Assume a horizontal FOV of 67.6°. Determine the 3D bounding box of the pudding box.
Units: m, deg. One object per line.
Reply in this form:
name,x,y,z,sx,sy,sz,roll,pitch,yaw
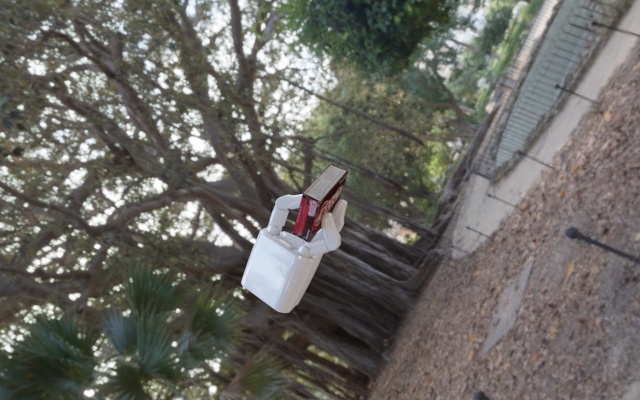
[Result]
pudding box,0.000,0.003,0.793,0.039,0.090,0.113,26,39,10
